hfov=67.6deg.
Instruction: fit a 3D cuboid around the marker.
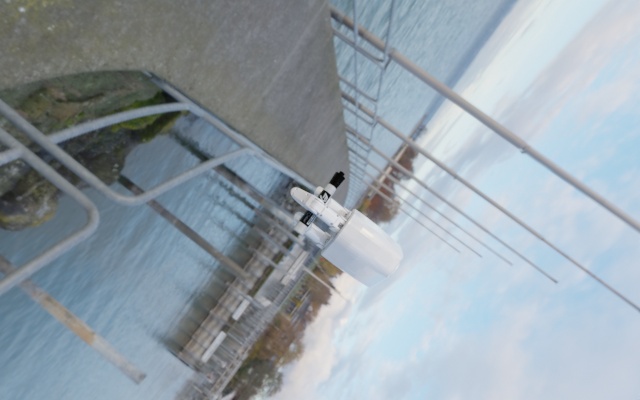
[{"bbox_3d":[0.000,0.002,0.766,0.020,0.121,0.020,36,-9,6],"label":"marker"}]
